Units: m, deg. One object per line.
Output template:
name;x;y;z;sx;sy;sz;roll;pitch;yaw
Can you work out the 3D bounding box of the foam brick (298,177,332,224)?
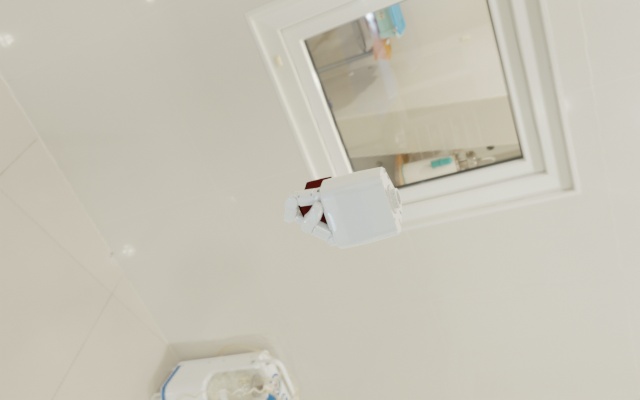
foam brick;0.000;0.003;0.846;0.051;0.053;0.078;-15;31;21
